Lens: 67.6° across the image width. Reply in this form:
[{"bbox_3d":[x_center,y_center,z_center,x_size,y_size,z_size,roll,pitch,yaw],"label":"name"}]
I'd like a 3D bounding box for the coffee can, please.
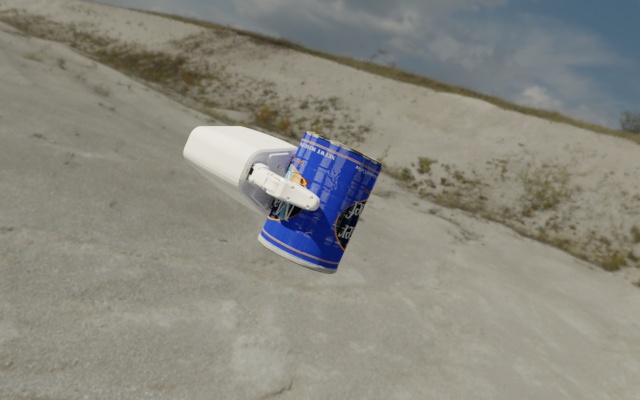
[{"bbox_3d":[0.000,0.002,0.568,0.103,0.140,0.103,24,3,-2],"label":"coffee can"}]
